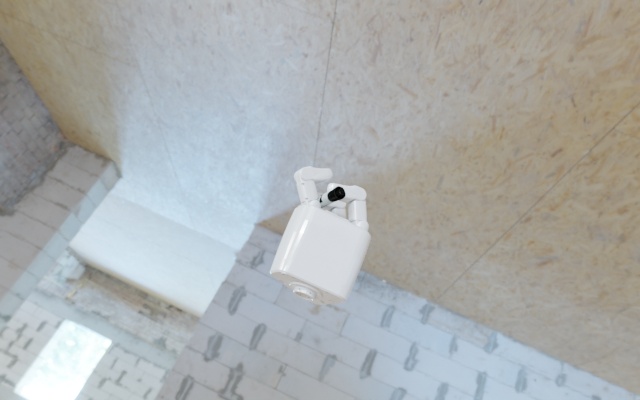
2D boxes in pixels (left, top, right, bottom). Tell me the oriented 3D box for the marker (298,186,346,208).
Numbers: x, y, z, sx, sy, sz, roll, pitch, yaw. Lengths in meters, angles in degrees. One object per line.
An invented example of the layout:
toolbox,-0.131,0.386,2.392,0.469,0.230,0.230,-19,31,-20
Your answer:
marker,0.000,0.002,0.700,0.020,0.020,0.121,0,-13,-30
